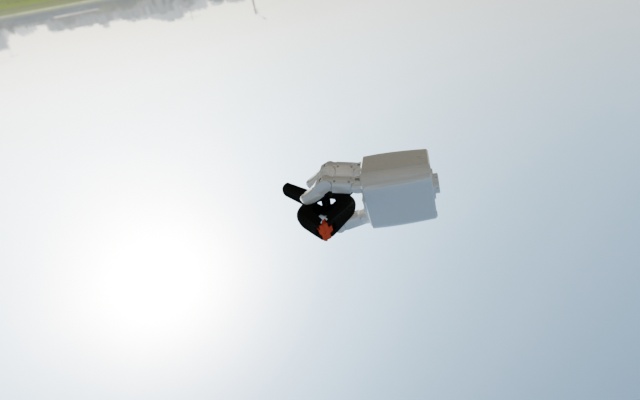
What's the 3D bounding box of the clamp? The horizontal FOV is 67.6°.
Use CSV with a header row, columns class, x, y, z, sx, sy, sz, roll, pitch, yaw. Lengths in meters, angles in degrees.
class,x,y,z,sx,sy,sz,roll,pitch,yaw
clamp,0.001,0.003,0.782,0.164,0.036,0.210,-12,25,14
